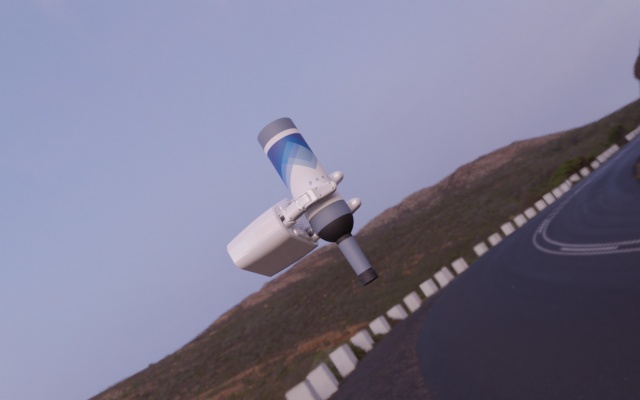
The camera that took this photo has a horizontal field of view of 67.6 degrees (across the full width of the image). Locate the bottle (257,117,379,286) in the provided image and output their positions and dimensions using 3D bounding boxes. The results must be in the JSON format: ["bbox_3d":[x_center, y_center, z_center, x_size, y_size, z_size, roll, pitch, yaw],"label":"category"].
[{"bbox_3d":[0.000,0.002,0.758,0.069,0.295,0.069,-30,-15,-9],"label":"bottle"}]
